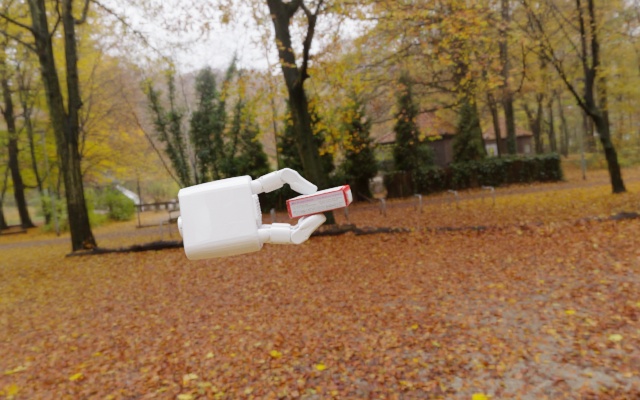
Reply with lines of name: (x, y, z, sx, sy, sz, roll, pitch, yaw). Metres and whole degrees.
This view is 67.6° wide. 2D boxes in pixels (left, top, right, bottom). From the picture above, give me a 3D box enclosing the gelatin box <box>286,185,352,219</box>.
gelatin box: (0.000, 0.002, 0.720, 0.089, 0.030, 0.073, -13, 3, 10)
